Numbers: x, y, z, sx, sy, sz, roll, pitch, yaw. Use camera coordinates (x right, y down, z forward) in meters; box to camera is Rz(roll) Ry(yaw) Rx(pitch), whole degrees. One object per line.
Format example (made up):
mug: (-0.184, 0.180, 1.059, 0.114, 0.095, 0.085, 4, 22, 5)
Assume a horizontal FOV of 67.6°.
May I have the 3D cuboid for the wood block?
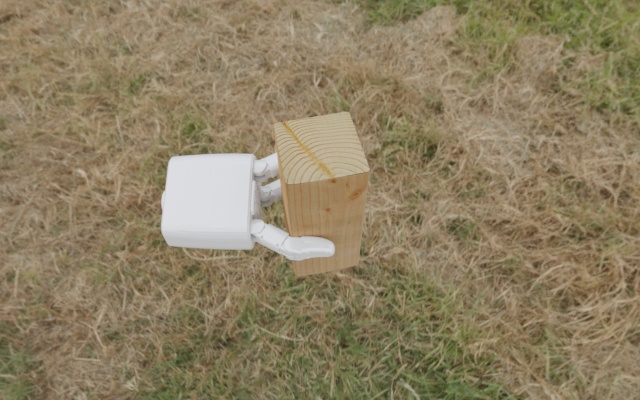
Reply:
wood block: (0.000, 0.002, 0.591, 0.090, 0.090, 0.206, -10, -35, -6)
